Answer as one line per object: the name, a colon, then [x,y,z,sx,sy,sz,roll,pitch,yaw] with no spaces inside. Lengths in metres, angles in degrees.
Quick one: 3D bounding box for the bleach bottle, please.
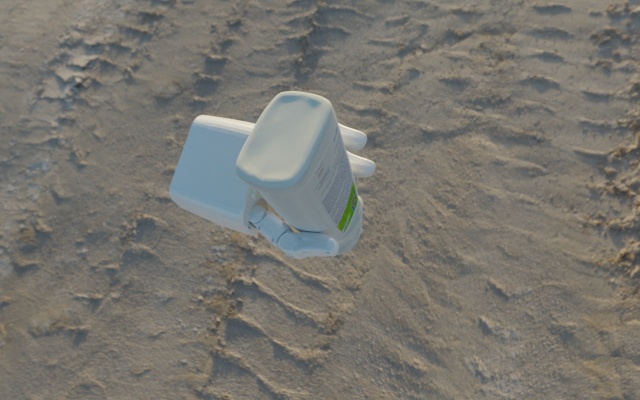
bleach bottle: [0.000,0.002,0.507,0.068,0.102,0.251,15,-22,23]
